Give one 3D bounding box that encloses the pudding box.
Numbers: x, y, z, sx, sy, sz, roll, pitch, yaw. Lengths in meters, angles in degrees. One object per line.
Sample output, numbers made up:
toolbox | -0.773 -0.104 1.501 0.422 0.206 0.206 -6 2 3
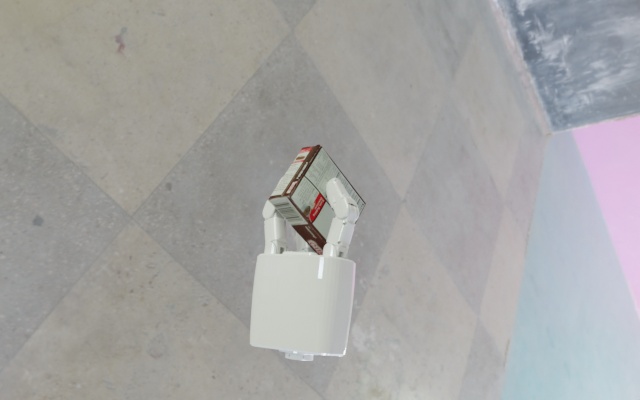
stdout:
pudding box | 0.000 0.002 0.590 0.039 0.090 0.113 -5 -45 42
